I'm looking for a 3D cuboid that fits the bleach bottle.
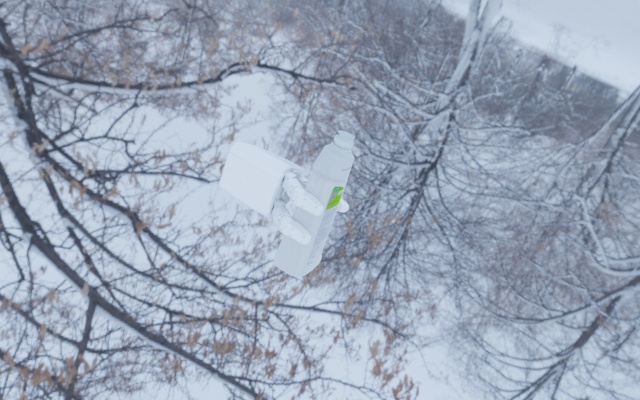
[{"bbox_3d":[0.000,0.003,0.792,0.068,0.251,0.102,28,24,14],"label":"bleach bottle"}]
